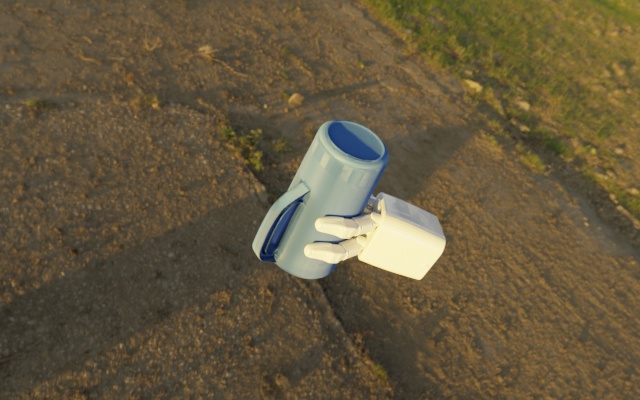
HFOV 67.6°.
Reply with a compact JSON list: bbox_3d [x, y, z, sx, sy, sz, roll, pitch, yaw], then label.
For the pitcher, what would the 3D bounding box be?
[{"bbox_3d":[0.000,0.002,0.732,0.145,0.243,0.149,22,39,-5],"label":"pitcher"}]
